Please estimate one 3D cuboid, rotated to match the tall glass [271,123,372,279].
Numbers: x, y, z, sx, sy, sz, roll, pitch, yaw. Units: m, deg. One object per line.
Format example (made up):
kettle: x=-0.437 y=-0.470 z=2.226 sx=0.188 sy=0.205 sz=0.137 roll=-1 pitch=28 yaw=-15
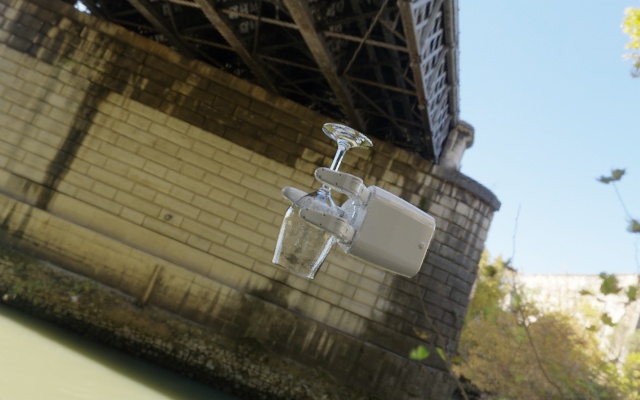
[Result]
tall glass: x=0.000 y=0.001 z=0.646 sx=0.079 sy=0.201 sz=0.079 roll=22 pitch=-9 yaw=4
